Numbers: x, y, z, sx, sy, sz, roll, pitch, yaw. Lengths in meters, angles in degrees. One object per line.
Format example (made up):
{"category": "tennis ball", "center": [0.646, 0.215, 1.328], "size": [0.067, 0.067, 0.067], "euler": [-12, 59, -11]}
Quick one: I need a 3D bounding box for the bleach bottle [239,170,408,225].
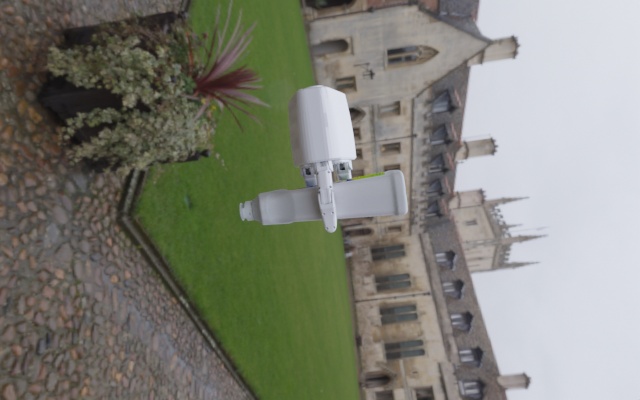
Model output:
{"category": "bleach bottle", "center": [0.000, 0.002, 0.730], "size": [0.251, 0.068, 0.102], "euler": [-7, 3, 4]}
